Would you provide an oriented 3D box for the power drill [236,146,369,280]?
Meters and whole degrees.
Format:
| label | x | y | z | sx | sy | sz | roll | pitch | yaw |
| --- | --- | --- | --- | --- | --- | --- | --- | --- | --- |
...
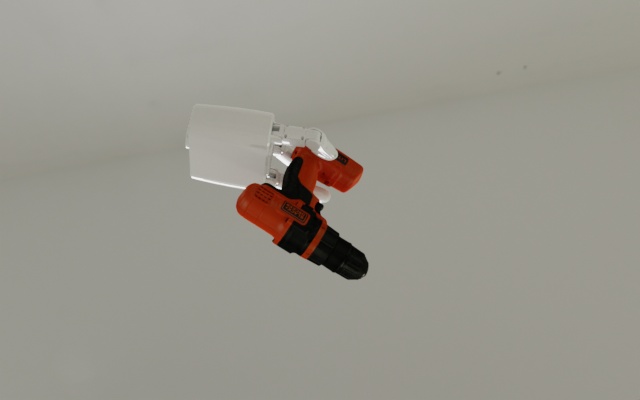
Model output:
| label | x | y | z | sx | sy | sz | roll | pitch | yaw |
| --- | --- | --- | --- | --- | --- | --- | --- | --- | --- |
| power drill | 0.000 | 0.002 | 0.642 | 0.184 | 0.057 | 0.187 | 34 | 39 | -6 |
